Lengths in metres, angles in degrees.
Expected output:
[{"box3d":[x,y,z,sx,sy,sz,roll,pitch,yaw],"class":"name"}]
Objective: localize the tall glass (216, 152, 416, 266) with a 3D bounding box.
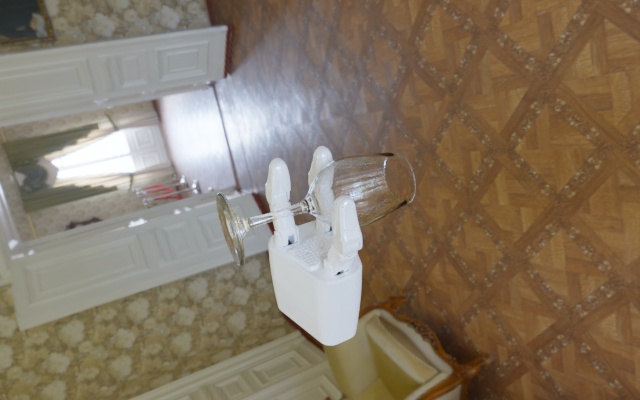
[{"box3d":[-0.001,0.002,0.497,0.201,0.079,0.079,-17,6,-22],"class":"tall glass"}]
